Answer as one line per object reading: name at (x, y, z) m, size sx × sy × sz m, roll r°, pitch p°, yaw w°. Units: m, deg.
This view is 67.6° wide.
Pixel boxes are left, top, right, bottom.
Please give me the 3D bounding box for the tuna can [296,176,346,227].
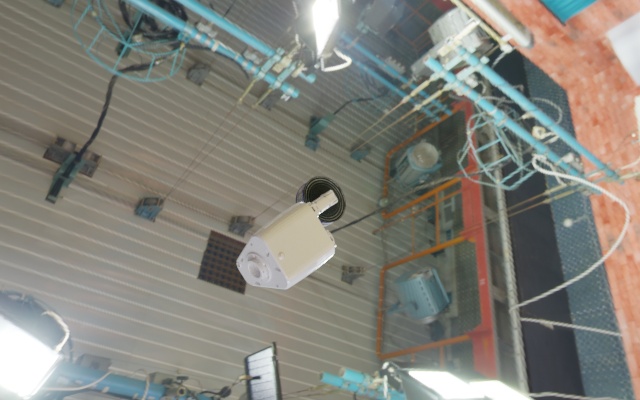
tuna can at (0.000, 0.003, 0.836) m, size 0.086 × 0.086 × 0.034 m, roll 0°, pitch -20°, yaw -34°
